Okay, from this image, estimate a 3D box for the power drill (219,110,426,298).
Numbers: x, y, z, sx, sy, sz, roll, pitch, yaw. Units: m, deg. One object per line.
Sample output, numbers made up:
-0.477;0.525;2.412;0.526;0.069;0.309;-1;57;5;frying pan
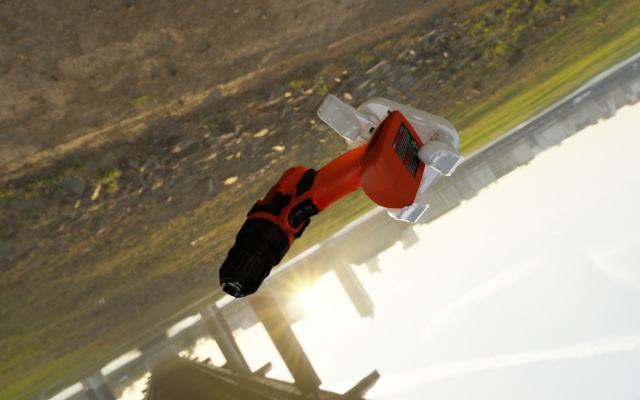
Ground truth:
0.001;0.001;0.444;0.188;0.057;0.184;-25;24;35;power drill
